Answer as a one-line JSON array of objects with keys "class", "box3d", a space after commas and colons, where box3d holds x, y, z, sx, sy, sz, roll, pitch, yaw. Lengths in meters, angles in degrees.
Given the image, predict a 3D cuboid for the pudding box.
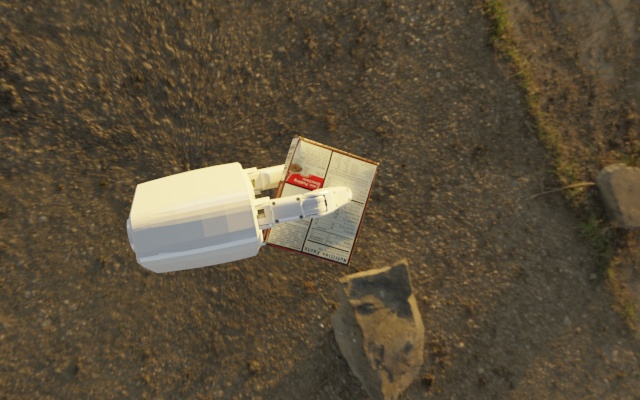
[{"class": "pudding box", "box3d": [0.000, 0.002, 0.487, 0.090, 0.113, 0.039, 17, 1, -12]}]
